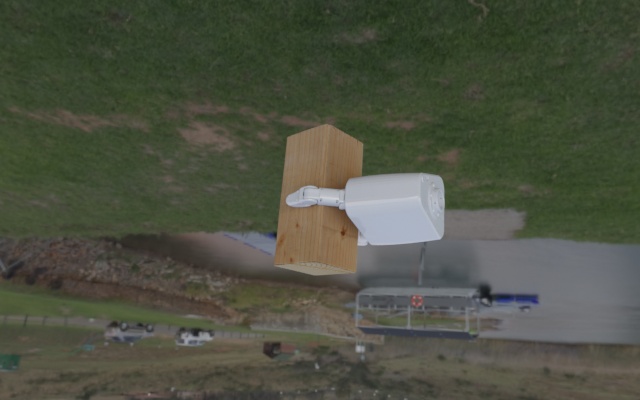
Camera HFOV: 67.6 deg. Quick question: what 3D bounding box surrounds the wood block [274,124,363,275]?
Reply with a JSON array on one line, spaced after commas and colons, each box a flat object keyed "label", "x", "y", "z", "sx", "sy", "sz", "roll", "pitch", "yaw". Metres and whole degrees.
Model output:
[{"label": "wood block", "x": 0.000, "y": 0.002, "z": 0.726, "sx": 0.090, "sy": 0.206, "sz": 0.091, "roll": -11, "pitch": -23, "yaw": 41}]
